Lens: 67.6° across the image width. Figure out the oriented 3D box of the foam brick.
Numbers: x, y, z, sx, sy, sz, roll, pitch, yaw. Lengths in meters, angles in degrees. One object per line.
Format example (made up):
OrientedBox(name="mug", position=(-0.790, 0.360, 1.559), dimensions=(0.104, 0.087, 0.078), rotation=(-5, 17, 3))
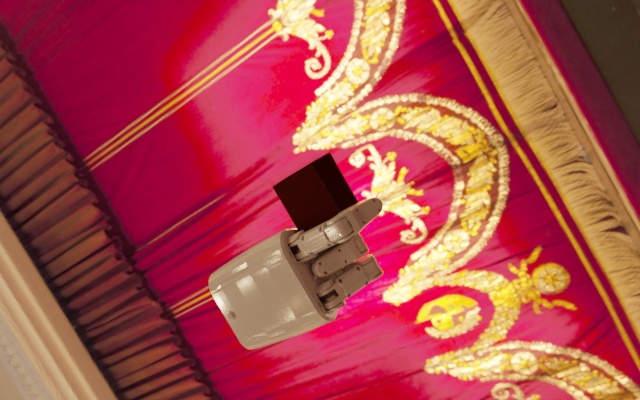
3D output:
OrientedBox(name="foam brick", position=(0.000, 0.001, 0.473), dimensions=(0.051, 0.078, 0.053), rotation=(-29, 2, 27))
